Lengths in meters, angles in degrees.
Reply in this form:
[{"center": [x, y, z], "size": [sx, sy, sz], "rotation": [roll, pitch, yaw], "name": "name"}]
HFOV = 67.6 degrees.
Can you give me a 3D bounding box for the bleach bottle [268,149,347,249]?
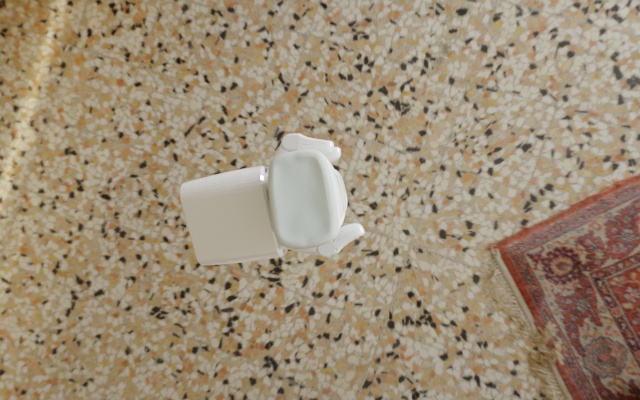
[{"center": [0.000, 0.002, 0.593], "size": [0.068, 0.102, 0.251], "rotation": [-8, -4, 9], "name": "bleach bottle"}]
